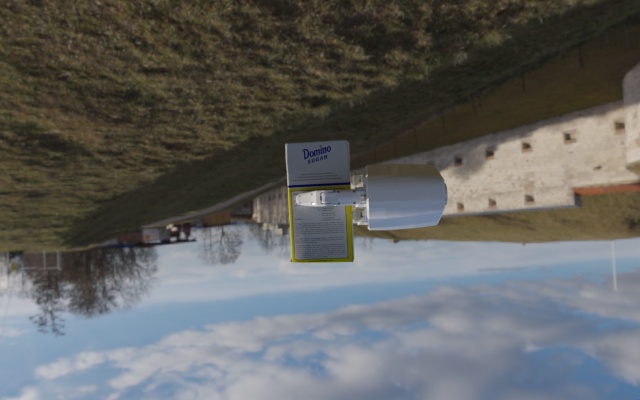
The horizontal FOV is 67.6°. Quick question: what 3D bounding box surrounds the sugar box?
[{"bbox_3d":[0.000,0.002,0.702,0.093,0.176,0.048,-2,-2,6],"label":"sugar box"}]
